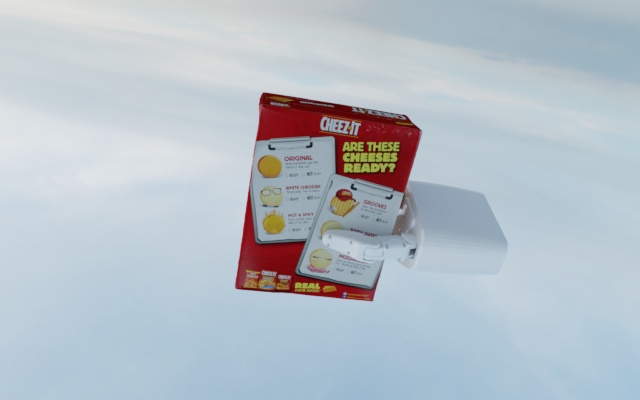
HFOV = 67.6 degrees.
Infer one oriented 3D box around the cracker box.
[{"bbox_3d":[0.000,0.002,0.530,0.164,0.214,0.072,7,24,-10],"label":"cracker box"}]
